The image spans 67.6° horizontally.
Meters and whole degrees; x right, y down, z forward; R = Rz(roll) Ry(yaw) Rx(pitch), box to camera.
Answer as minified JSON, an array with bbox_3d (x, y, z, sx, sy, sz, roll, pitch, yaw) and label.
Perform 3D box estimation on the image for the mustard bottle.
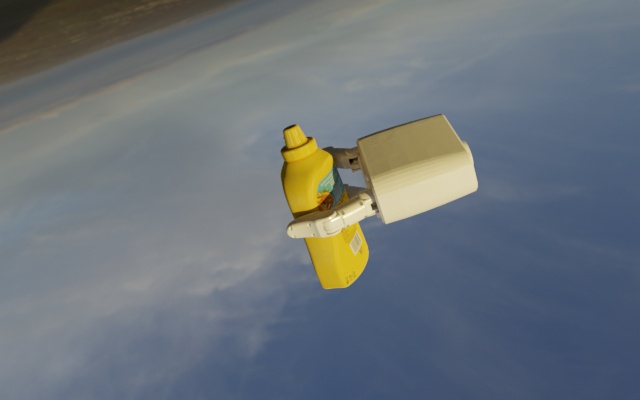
[{"bbox_3d":[0.000,0.002,0.560,0.058,0.192,0.096,-9,25,28],"label":"mustard bottle"}]
